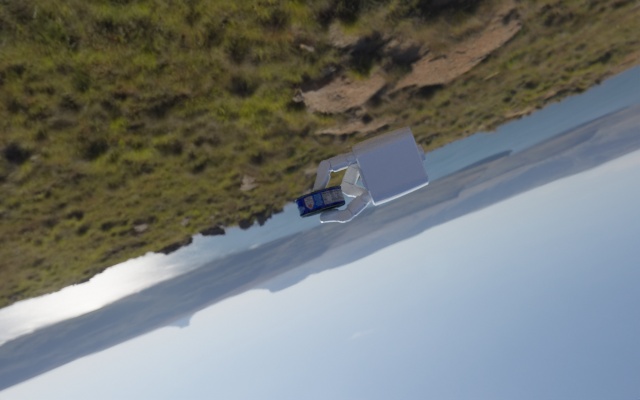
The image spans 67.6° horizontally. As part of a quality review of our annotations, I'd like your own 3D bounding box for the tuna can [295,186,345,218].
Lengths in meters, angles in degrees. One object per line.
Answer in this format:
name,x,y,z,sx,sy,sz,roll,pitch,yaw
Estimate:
tuna can,0.000,0.003,0.845,0.086,0.033,0.086,-17,-6,-2
